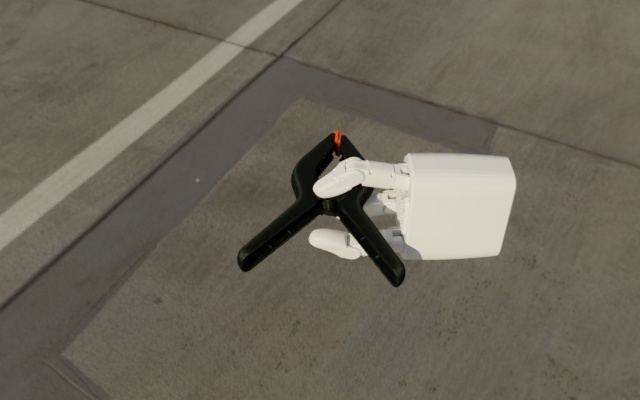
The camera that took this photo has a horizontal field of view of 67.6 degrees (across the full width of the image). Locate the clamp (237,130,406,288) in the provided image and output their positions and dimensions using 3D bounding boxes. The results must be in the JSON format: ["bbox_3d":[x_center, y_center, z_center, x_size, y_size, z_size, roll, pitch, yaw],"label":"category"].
[{"bbox_3d":[0.000,0.001,0.522,0.164,0.209,0.036,1,-42,-1],"label":"clamp"}]
